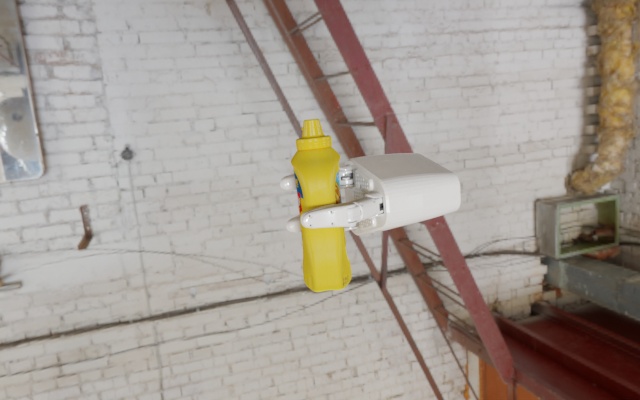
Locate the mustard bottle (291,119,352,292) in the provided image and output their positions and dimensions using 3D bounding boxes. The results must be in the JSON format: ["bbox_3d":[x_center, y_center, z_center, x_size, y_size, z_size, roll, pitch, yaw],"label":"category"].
[{"bbox_3d":[0.000,0.002,0.557,0.058,0.191,0.096,-5,10,2],"label":"mustard bottle"}]
